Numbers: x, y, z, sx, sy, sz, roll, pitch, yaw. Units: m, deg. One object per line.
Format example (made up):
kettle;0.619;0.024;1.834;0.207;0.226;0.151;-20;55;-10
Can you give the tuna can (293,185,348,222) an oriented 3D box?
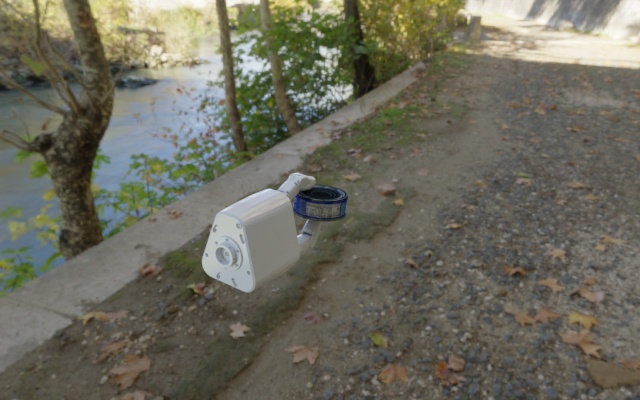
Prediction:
tuna can;0.000;0.002;0.751;0.086;0.034;0.086;5;18;-2
